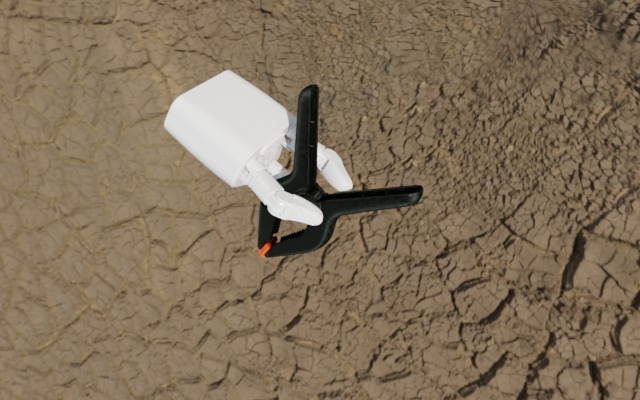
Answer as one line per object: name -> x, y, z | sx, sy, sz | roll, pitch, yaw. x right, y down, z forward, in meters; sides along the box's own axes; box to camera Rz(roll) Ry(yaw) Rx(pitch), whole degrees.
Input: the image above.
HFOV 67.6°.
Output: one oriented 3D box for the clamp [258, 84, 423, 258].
clamp -> -0.001, 0.002, 0.533 | 0.164, 0.210, 0.036 | 39, 31, 7
